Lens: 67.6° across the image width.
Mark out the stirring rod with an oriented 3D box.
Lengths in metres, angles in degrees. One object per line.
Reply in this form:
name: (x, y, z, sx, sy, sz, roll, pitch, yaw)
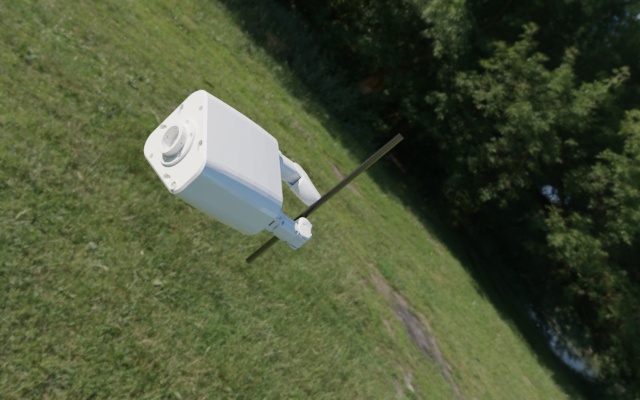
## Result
stirring rod: (0.000, 0.002, 0.561, 0.239, 0.011, 0.011, -39, -12, 15)
